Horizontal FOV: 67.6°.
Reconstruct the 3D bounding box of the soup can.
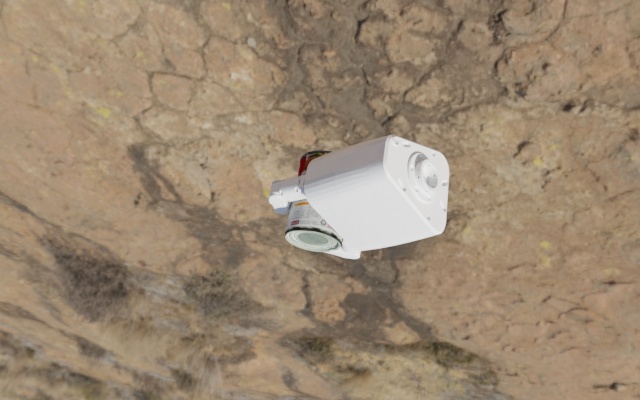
[{"bbox_3d":[0.000,0.002,0.562,0.068,0.102,0.068,9,-25,4],"label":"soup can"}]
